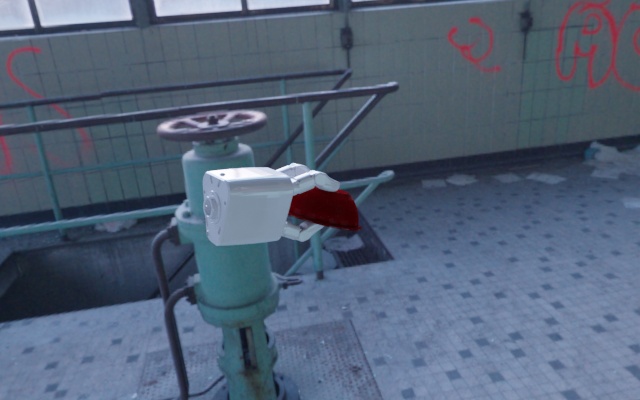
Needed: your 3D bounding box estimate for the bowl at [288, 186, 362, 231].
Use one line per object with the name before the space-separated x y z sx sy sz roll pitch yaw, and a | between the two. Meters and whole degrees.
bowl | 0.001 0.002 0.826 0.162 0.055 0.162 15 6 -2
